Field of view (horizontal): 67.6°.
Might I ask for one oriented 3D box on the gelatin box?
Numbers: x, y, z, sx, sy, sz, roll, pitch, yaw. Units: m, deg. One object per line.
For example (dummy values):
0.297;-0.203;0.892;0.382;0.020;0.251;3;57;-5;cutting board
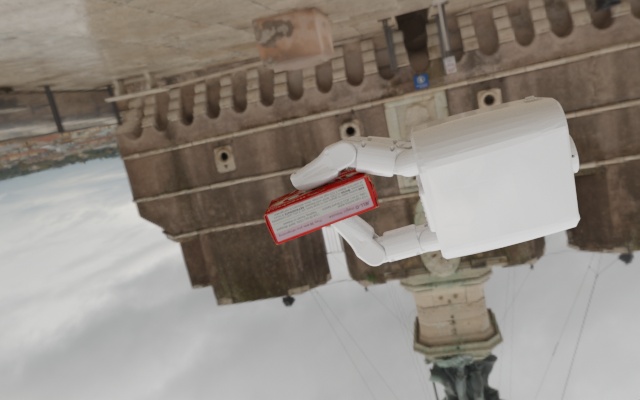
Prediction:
0.000;0.002;0.403;0.089;0.030;0.073;-22;9;2;gelatin box
